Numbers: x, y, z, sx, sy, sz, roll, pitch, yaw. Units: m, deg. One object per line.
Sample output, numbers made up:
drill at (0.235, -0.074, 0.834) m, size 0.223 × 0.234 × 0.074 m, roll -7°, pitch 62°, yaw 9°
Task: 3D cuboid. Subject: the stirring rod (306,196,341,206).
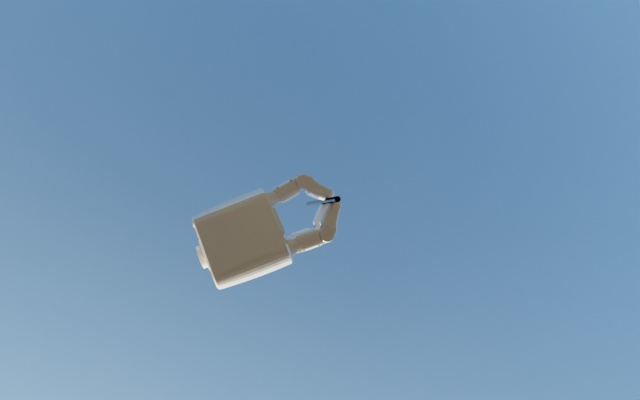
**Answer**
stirring rod at (0.000, 0.002, 0.728) m, size 0.011 × 0.011 × 0.239 m, roll 0°, pitch -2°, yaw -10°
